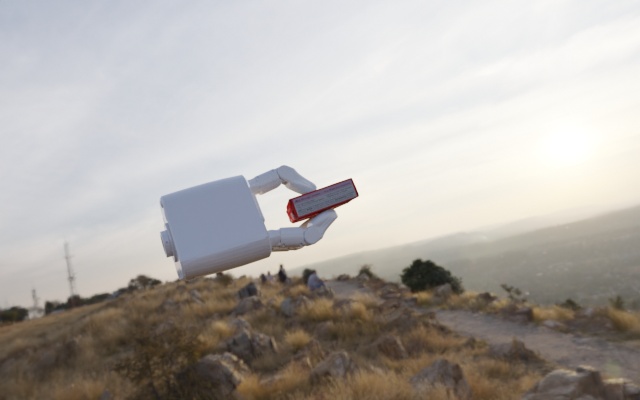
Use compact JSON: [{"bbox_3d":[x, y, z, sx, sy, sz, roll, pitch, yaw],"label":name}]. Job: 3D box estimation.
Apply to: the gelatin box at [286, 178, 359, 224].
[{"bbox_3d":[0.000,0.002,0.636,0.089,0.030,0.073,-20,-4,-10],"label":"gelatin box"}]
